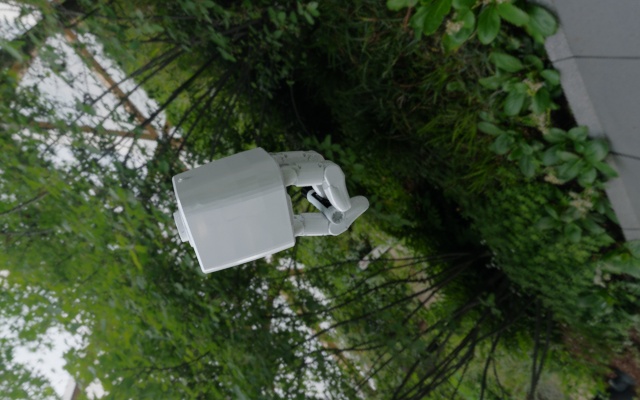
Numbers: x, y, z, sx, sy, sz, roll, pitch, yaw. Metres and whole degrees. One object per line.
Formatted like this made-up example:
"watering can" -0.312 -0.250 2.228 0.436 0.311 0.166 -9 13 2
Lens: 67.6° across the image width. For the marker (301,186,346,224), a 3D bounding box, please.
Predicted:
"marker" 0.000 0.002 0.587 0.020 0.020 0.121 0 16 -20
